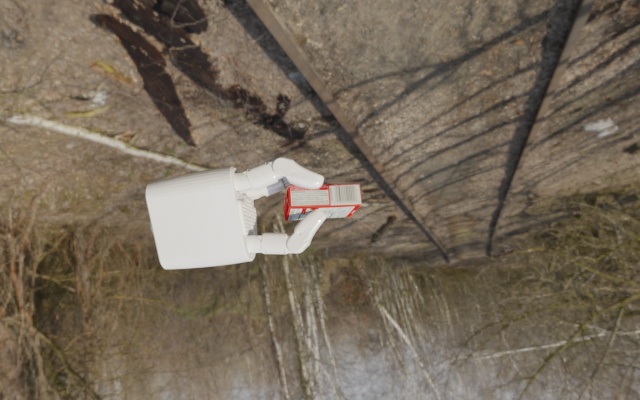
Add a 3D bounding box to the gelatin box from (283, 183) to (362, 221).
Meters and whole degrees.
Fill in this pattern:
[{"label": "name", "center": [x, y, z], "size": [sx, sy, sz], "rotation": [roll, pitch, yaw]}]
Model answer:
[{"label": "gelatin box", "center": [0.000, 0.002, 0.588], "size": [0.089, 0.030, 0.073], "rotation": [-2, -13, -7]}]
